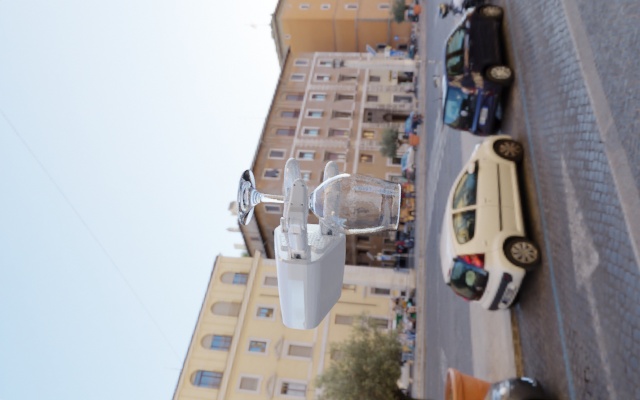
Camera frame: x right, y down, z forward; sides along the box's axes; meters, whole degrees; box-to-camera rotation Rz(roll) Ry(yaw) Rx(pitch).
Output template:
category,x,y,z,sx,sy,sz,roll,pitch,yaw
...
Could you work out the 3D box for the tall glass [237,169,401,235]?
category,x,y,z,sx,sy,sz,roll,pitch,yaw
tall glass,-0.001,0.002,0.614,0.201,0.079,0.079,3,0,8
